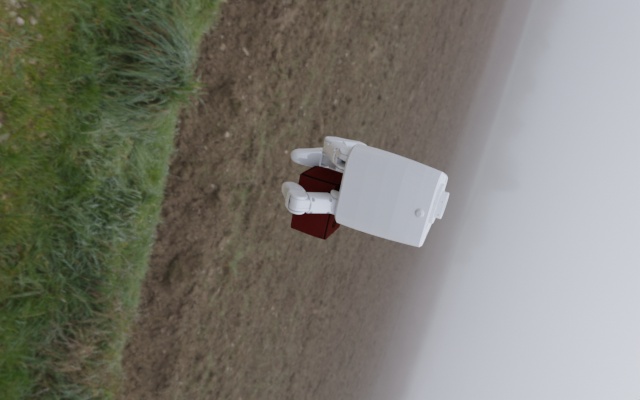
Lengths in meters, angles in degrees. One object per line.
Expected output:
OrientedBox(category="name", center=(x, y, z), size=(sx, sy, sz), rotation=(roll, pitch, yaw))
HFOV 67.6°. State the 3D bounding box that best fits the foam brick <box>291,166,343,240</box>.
OrientedBox(category="foam brick", center=(0.000, 0.002, 0.615), size=(0.051, 0.078, 0.053), rotation=(19, 23, 17))
